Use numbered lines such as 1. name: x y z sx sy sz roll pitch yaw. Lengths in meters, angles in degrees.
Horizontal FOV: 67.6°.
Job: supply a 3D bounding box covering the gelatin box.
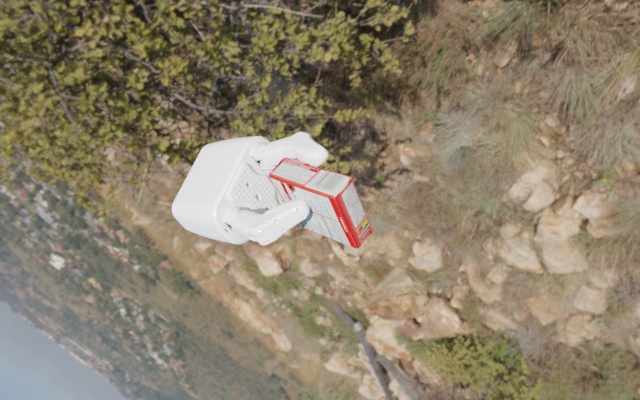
1. gelatin box: 0.000 0.002 0.457 0.089 0.073 0.030 20 58 39
